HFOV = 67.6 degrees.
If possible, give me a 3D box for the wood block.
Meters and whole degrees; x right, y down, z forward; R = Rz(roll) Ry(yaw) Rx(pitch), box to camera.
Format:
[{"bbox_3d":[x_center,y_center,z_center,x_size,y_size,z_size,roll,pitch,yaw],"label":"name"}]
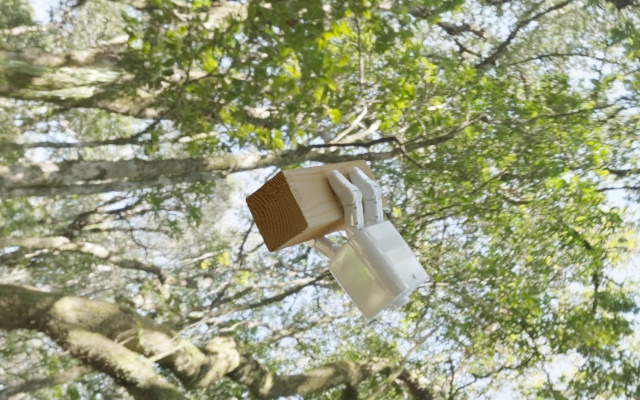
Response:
[{"bbox_3d":[0.000,0.003,0.736,0.091,0.090,0.206,-35,-14,36],"label":"wood block"}]
